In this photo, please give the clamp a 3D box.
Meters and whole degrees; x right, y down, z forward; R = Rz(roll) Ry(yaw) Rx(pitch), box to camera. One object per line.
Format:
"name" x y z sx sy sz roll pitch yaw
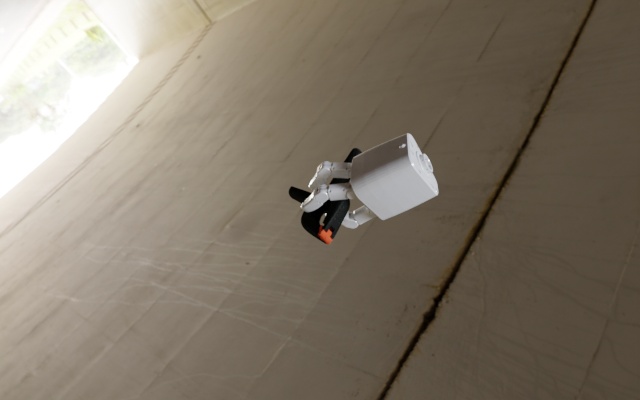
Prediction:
"clamp" 0.001 0.004 0.841 0.164 0.036 0.209 -27 31 26
